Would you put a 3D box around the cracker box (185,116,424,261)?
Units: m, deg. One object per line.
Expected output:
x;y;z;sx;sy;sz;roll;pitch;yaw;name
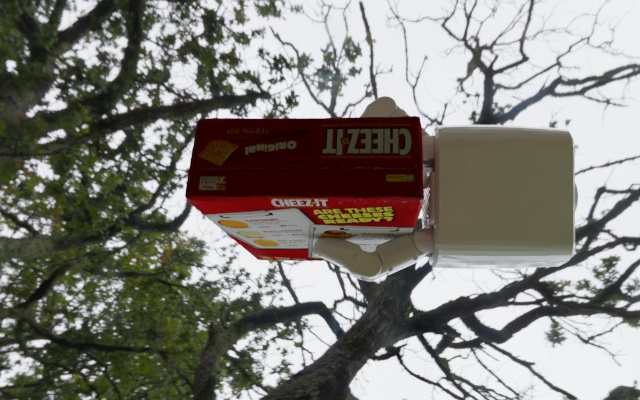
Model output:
0.000;0.002;0.426;0.164;0.072;0.214;0;-19;7;cracker box
